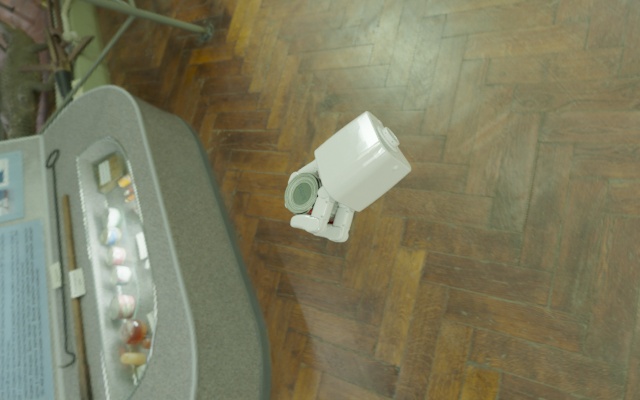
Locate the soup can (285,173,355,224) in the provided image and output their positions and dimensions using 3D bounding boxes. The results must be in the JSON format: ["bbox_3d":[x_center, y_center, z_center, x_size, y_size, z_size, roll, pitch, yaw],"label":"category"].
[{"bbox_3d":[0.000,0.003,0.758,0.068,0.068,0.102,0,-16,37],"label":"soup can"}]
